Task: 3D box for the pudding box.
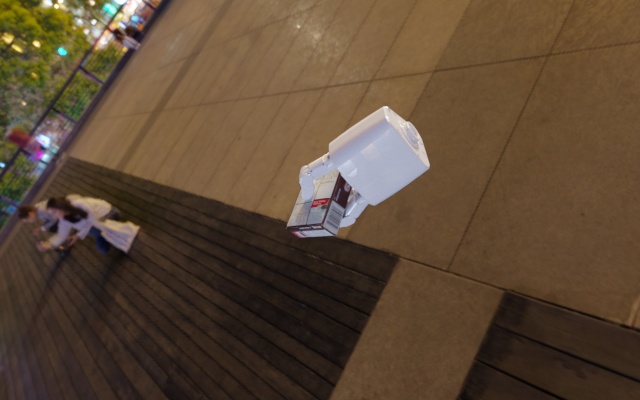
[{"bbox_3d":[0.000,0.002,0.779,0.090,0.113,0.039,-9,-37,47],"label":"pudding box"}]
